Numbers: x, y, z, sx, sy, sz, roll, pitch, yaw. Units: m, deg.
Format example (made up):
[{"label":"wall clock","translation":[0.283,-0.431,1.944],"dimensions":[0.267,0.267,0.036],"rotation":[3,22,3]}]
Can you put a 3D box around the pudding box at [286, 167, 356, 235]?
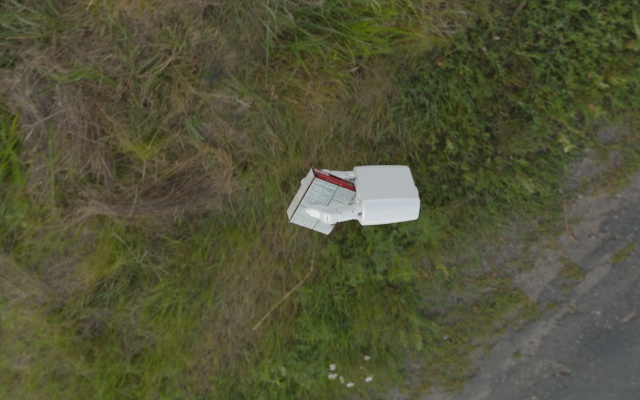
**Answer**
[{"label":"pudding box","translation":[0.000,0.003,0.886],"dimensions":[0.090,0.113,0.039],"rotation":[20,27,-22]}]
